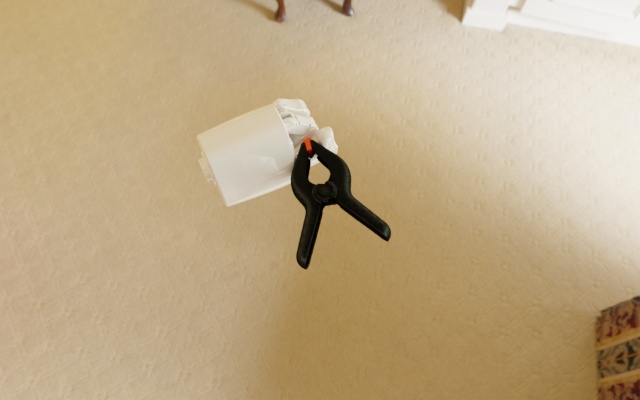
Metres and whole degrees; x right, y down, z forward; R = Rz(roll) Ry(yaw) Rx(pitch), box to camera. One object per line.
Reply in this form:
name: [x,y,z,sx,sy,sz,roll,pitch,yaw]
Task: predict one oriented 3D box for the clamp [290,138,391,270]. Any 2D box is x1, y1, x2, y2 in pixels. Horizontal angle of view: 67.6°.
clamp: [0.000,0.002,0.611,0.120,0.171,0.039,-25,-24,-9]
